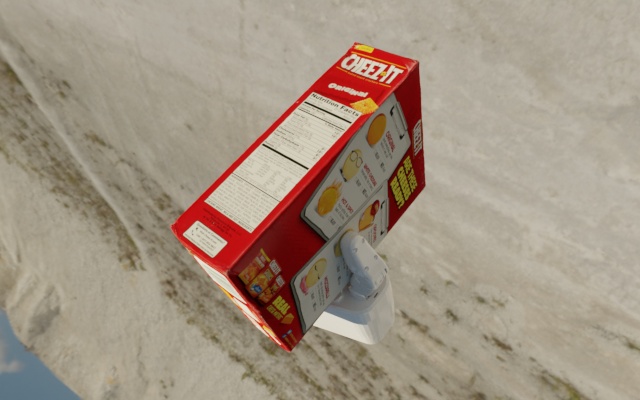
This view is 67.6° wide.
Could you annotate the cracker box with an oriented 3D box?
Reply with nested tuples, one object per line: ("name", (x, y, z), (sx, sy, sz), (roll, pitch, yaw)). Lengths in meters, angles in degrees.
("cracker box", (0.000, 0.002, 0.402), (0.072, 0.213, 0.164), (30, -22, 29))
